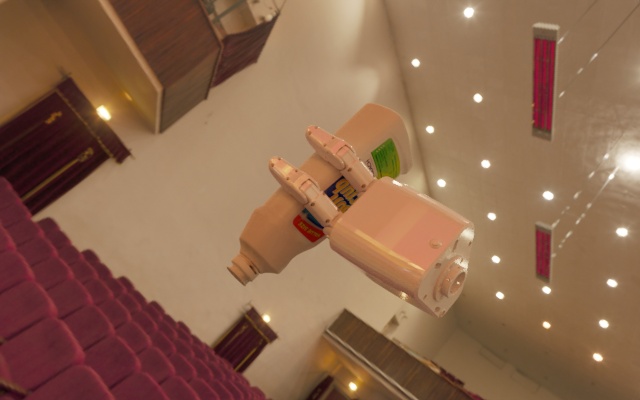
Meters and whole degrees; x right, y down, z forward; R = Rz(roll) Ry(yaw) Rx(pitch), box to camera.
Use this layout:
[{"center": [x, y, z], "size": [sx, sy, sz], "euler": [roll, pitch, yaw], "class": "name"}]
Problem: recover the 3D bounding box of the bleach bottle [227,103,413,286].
[{"center": [0.000, 0.002, 0.538], "size": [0.068, 0.250, 0.103], "euler": [31, -25, 37], "class": "bleach bottle"}]
